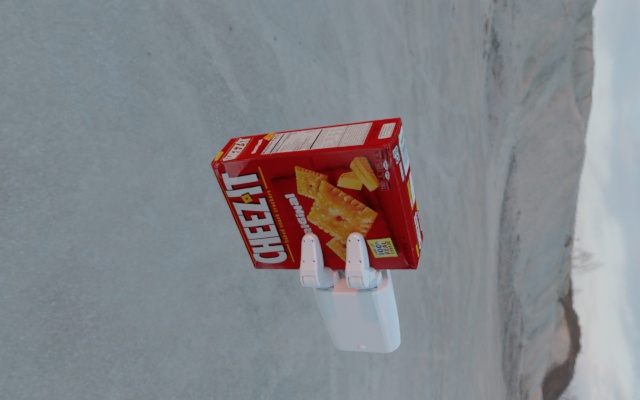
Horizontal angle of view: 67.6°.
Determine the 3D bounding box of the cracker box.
[{"bbox_3d":[0.000,0.002,0.561,0.214,0.164,0.072,-4,32,22],"label":"cracker box"}]
